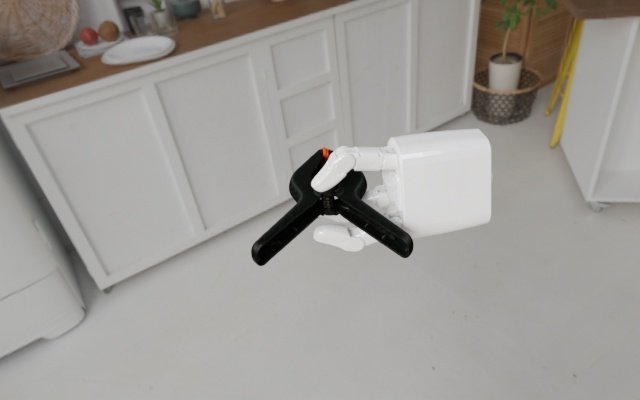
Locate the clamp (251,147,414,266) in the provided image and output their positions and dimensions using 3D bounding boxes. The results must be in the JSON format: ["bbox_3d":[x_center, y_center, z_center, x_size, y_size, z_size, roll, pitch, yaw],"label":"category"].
[{"bbox_3d":[0.000,0.001,0.554,0.164,0.036,0.209,-6,35,-6],"label":"clamp"}]
